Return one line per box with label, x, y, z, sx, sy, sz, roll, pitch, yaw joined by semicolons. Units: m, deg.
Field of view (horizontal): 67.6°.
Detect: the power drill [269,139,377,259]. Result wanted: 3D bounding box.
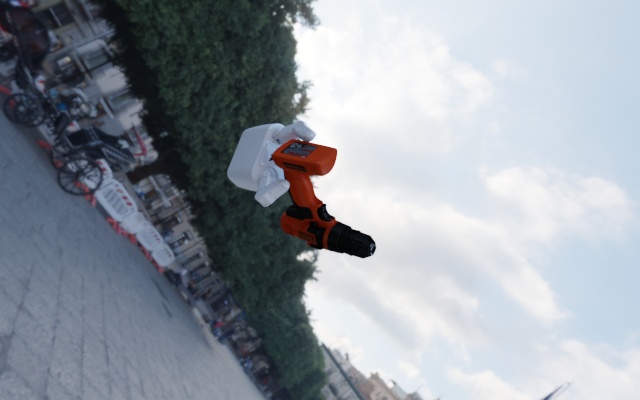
power drill;0.000;0.002;0.764;0.184;0.188;0.057;15;42;32
